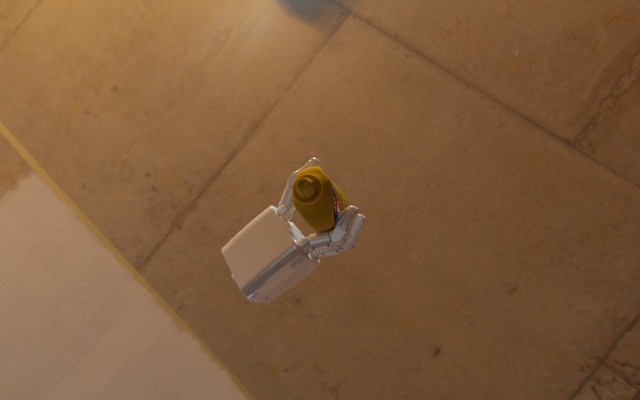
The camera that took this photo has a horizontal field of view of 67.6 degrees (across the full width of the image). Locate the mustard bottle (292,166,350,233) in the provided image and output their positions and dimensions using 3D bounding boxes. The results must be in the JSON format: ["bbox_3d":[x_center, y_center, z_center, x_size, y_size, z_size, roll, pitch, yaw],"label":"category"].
[{"bbox_3d":[0.000,0.002,0.704,0.058,0.096,0.192,-15,-17,12],"label":"mustard bottle"}]
